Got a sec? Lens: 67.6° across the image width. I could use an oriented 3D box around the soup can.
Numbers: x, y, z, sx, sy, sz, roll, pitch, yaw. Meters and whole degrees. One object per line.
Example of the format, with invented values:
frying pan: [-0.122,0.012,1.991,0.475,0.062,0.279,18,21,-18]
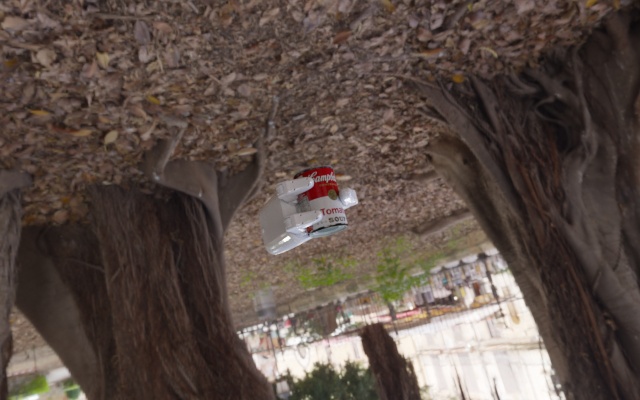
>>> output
soup can: [0.001,0.003,0.776,0.068,0.102,0.068,-13,-14,-3]
